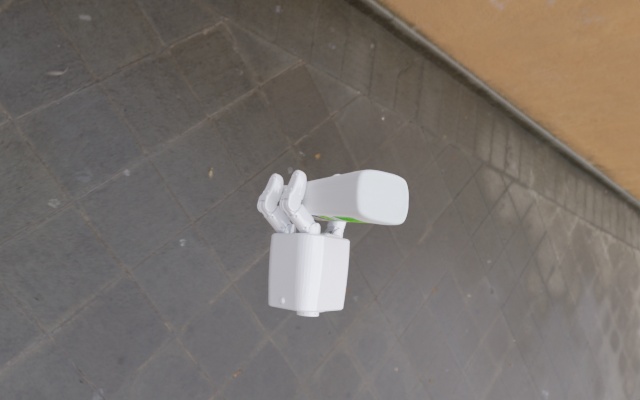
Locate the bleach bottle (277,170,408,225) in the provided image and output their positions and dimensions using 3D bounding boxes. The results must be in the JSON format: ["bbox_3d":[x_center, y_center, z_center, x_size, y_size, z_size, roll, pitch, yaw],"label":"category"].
[{"bbox_3d":[0.000,0.002,0.704,0.102,0.068,0.251,11,-10,-40],"label":"bleach bottle"}]
